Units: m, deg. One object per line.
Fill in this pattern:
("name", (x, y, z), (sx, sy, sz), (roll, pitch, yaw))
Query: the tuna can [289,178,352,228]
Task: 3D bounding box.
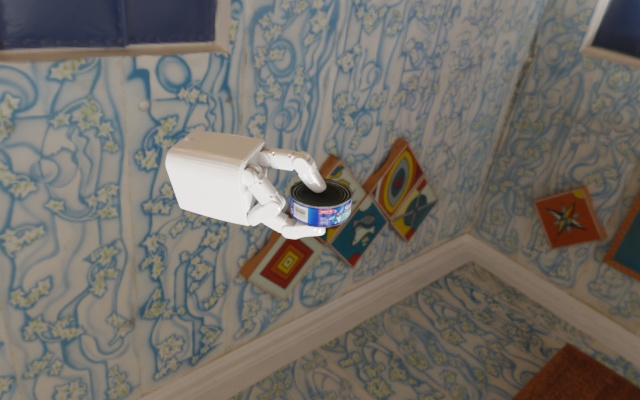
("tuna can", (0.000, 0.003, 0.656), (0.086, 0.034, 0.086), (2, 28, -1))
